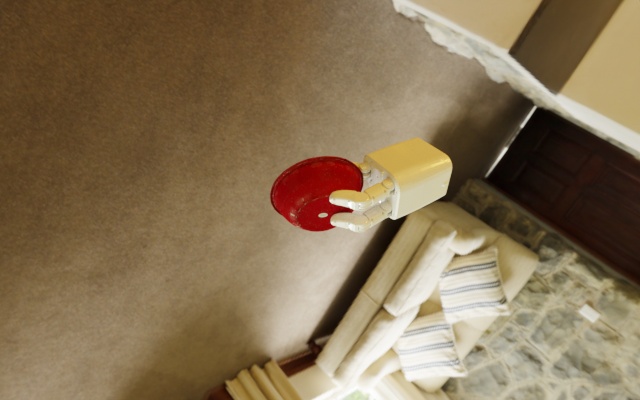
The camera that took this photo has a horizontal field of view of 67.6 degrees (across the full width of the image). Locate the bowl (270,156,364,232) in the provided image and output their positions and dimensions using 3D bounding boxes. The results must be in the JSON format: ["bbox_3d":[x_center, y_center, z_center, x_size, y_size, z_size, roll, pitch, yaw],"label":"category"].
[{"bbox_3d":[-0.001,0.003,0.787,0.162,0.055,0.162,-9,-39,-8],"label":"bowl"}]
